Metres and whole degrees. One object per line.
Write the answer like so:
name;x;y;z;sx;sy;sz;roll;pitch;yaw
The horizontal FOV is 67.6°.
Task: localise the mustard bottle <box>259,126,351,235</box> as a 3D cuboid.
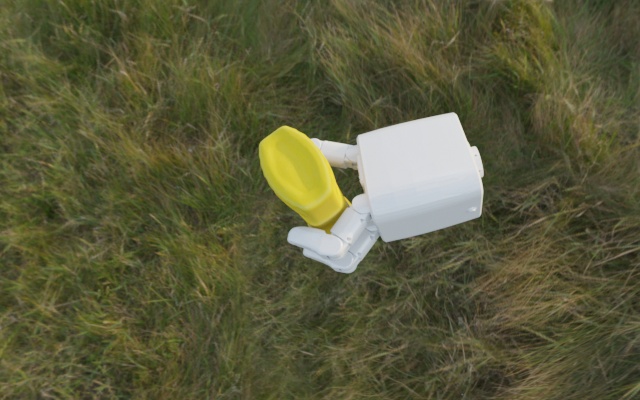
mustard bottle;0.000;0.002;0.522;0.058;0.096;0.192;-37;-27;0
